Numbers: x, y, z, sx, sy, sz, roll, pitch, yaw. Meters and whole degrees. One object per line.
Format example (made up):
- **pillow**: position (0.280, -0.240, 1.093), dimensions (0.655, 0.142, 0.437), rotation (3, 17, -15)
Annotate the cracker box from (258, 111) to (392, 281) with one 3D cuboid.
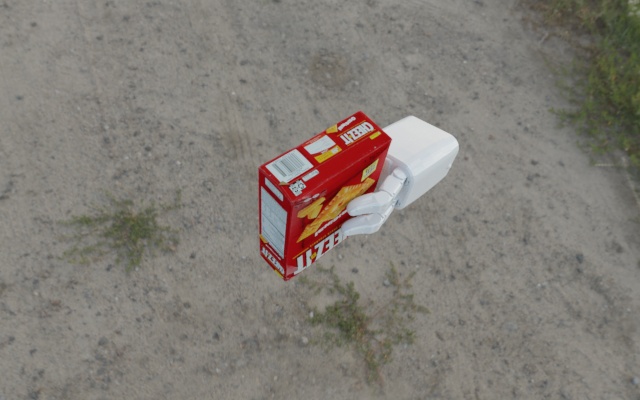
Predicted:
- **cracker box**: position (0.000, 0.002, 0.655), dimensions (0.164, 0.072, 0.214), rotation (-33, -25, -25)
